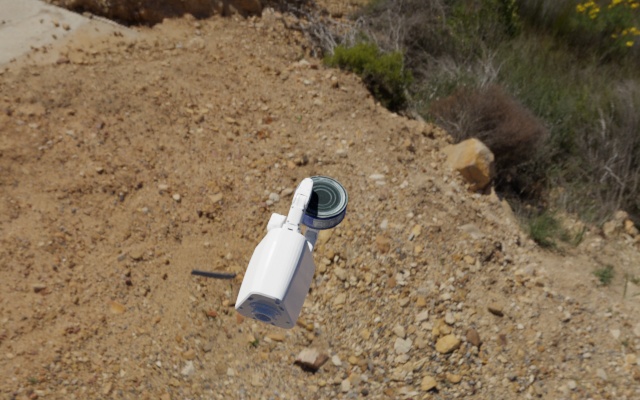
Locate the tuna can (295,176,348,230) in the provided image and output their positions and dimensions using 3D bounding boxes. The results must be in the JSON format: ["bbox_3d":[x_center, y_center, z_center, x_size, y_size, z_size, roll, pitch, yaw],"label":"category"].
[{"bbox_3d":[0.000,0.002,0.756,0.086,0.086,0.034,0,-37,-7],"label":"tuna can"}]
